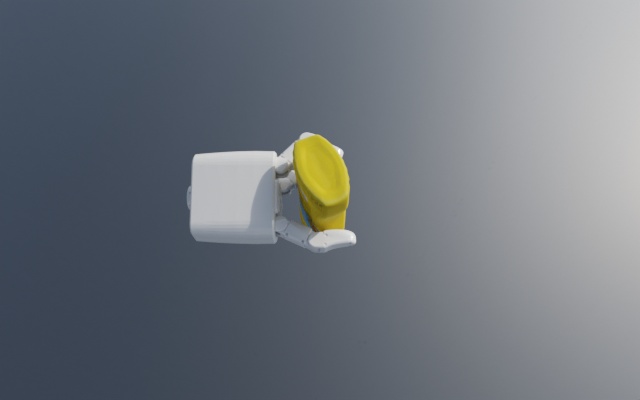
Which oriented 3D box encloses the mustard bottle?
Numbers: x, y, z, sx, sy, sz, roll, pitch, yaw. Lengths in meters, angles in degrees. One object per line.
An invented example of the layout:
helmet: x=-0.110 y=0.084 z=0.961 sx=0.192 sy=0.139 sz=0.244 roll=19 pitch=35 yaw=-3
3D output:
mustard bottle: x=0.000 y=0.002 z=0.633 sx=0.058 sy=0.096 sz=0.192 roll=-23 pitch=-23 yaw=-10
